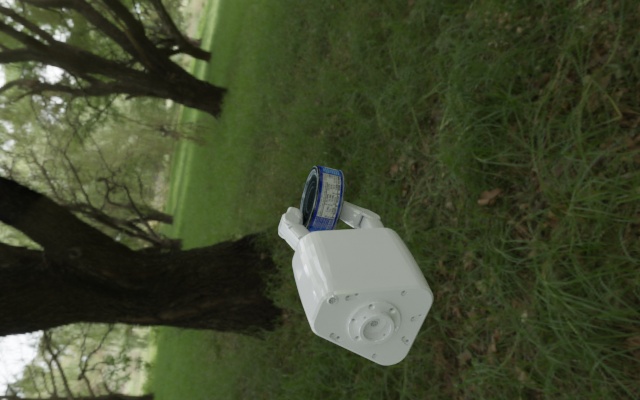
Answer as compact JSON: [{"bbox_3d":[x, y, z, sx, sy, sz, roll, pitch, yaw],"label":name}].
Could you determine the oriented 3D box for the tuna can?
[{"bbox_3d":[0.000,0.002,0.573,0.034,0.086,0.086,12,-3,-13],"label":"tuna can"}]
